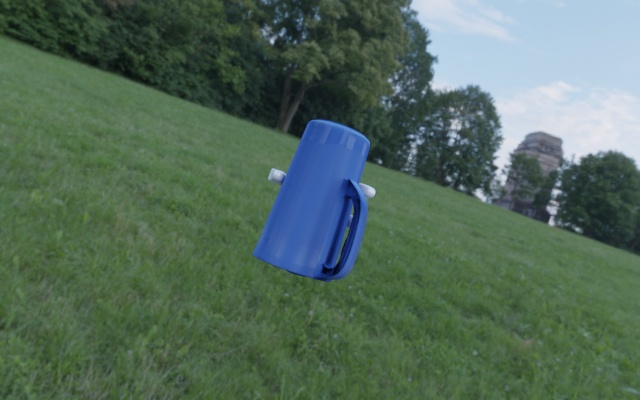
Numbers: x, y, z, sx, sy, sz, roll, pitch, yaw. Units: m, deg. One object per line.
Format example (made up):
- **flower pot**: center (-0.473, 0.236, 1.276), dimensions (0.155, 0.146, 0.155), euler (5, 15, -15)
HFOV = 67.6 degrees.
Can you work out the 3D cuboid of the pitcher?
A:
- **pitcher**: center (0.000, 0.002, 0.762), dimensions (0.149, 0.243, 0.145), euler (20, -3, -3)
